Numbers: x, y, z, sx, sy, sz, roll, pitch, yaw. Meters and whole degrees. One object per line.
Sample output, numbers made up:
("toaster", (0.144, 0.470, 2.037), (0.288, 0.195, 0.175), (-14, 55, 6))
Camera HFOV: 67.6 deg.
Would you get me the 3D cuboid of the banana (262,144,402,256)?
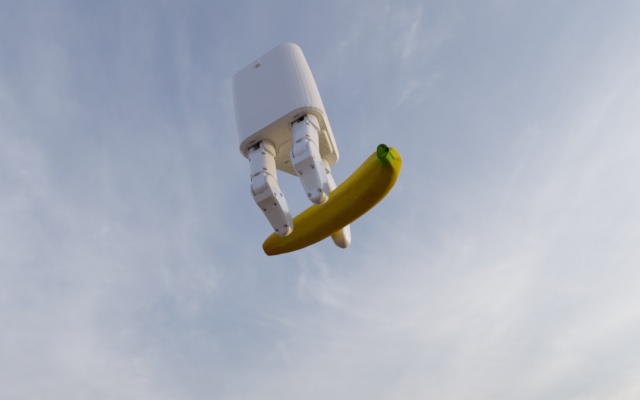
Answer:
("banana", (0.016, 0.001, 0.466), (0.069, 0.037, 0.198), (5, -35, -39))
